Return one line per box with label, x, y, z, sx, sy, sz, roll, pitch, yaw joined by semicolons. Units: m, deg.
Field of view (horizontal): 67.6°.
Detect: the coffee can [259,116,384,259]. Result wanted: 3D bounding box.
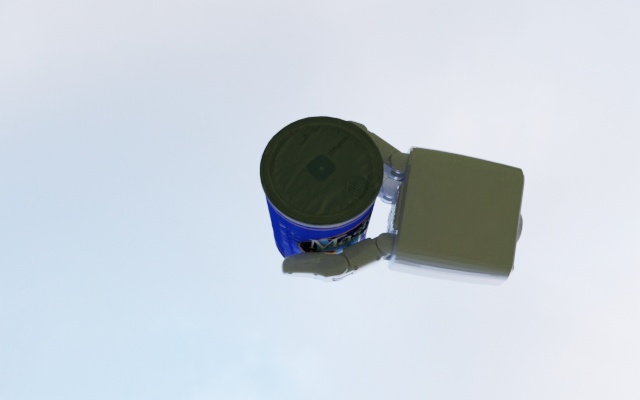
coffee can;0.000;0.001;0.455;0.103;0.102;0.140;0;-24;-1
